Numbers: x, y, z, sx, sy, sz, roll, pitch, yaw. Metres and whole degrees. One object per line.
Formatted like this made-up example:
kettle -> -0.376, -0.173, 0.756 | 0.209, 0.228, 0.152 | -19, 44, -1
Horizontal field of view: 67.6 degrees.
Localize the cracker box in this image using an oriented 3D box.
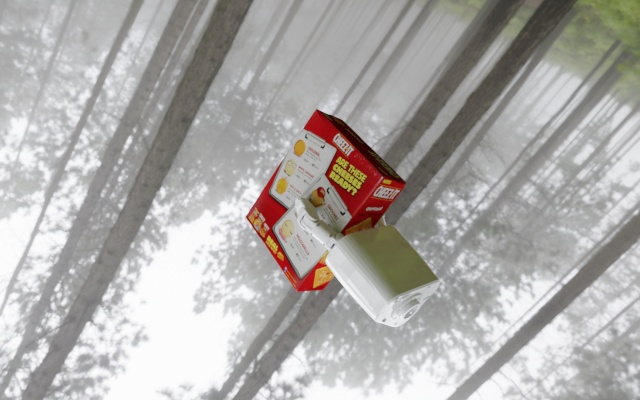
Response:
cracker box -> 0.000, 0.002, 0.707 | 0.072, 0.214, 0.164 | 9, 34, -50
